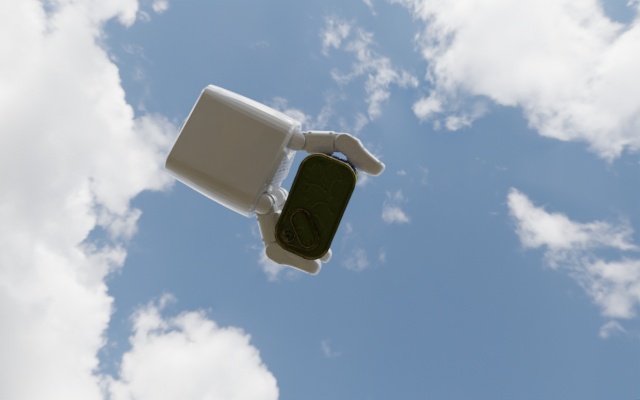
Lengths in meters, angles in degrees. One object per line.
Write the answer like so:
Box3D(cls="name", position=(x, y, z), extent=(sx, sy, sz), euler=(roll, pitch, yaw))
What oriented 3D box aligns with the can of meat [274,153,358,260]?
Box3D(cls="can of meat", position=(0.000, 0.002, 0.498), extent=(0.057, 0.102, 0.084), euler=(23, 10, 5))
